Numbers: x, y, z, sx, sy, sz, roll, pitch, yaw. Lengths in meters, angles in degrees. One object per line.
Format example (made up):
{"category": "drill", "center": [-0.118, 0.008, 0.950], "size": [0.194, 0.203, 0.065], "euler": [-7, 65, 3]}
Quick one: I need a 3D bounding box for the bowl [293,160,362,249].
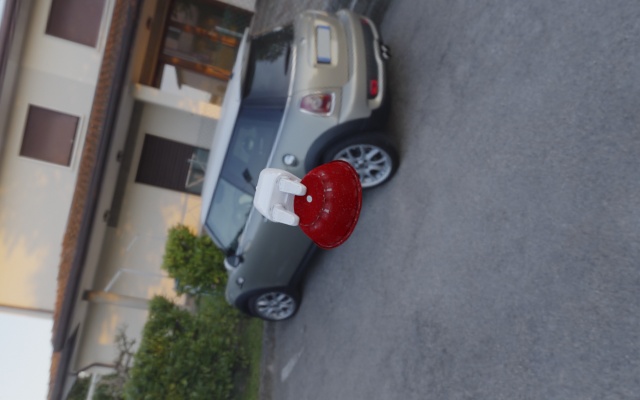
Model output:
{"category": "bowl", "center": [0.001, 0.003, 0.836], "size": [0.055, 0.162, 0.162], "euler": [11, -6, -37]}
